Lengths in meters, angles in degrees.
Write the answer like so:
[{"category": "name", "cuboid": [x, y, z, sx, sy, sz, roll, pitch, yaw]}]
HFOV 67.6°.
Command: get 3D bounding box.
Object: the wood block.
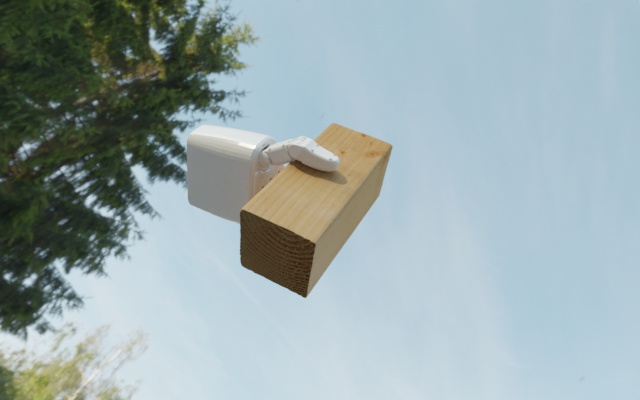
[{"category": "wood block", "cuboid": [0.000, 0.001, 0.570, 0.090, 0.091, 0.206, 24, 44, 17]}]
